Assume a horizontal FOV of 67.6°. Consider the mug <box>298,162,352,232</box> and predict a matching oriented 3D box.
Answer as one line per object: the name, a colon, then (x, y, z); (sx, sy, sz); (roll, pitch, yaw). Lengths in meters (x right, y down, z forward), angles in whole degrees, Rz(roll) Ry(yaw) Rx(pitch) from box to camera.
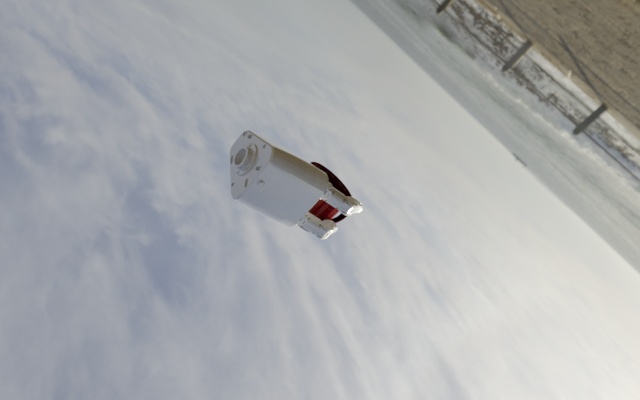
mug: (0.001, 0.003, 0.784); (0.117, 0.081, 0.093); (30, 23, -38)
